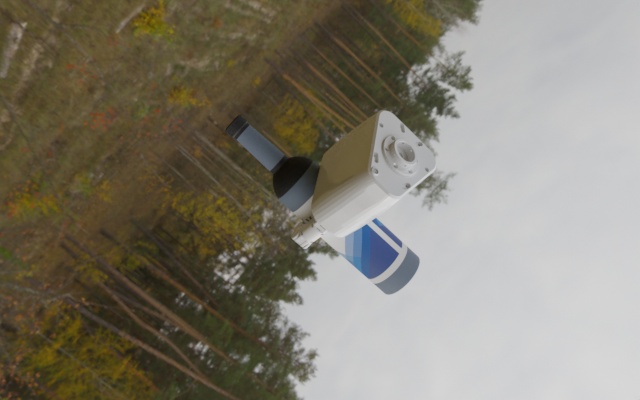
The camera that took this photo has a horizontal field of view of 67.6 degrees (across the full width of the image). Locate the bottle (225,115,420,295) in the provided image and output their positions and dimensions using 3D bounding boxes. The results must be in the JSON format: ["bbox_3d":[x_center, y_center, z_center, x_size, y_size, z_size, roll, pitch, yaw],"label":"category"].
[{"bbox_3d":[0.000,0.002,0.608,0.296,0.069,0.069,42,-9,-10],"label":"bottle"}]
